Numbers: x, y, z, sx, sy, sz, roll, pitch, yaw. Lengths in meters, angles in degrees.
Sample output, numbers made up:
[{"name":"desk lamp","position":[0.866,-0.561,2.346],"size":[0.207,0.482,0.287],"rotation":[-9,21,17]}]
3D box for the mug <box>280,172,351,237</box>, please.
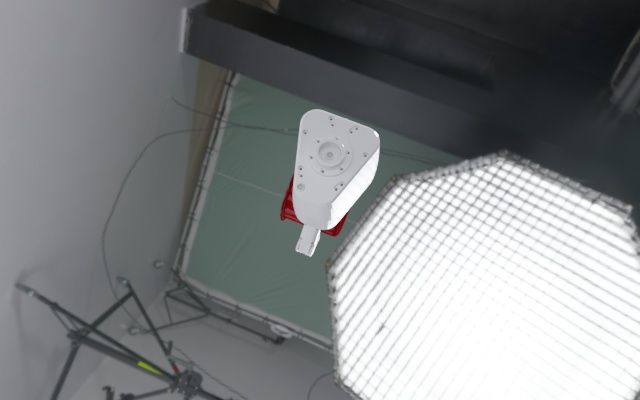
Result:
[{"name":"mug","position":[0.000,0.003,0.670],"size":[0.081,0.093,0.117],"rotation":[21,-14,7]}]
